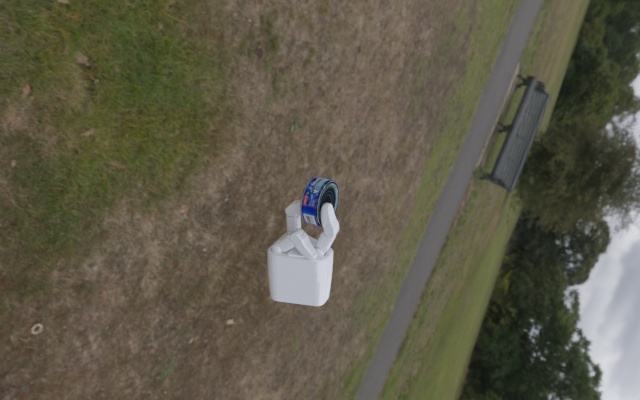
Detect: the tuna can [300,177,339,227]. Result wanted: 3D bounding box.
[{"bbox_3d":[0.001,0.003,0.843,0.034,0.086,0.086,13,6,26],"label":"tuna can"}]
